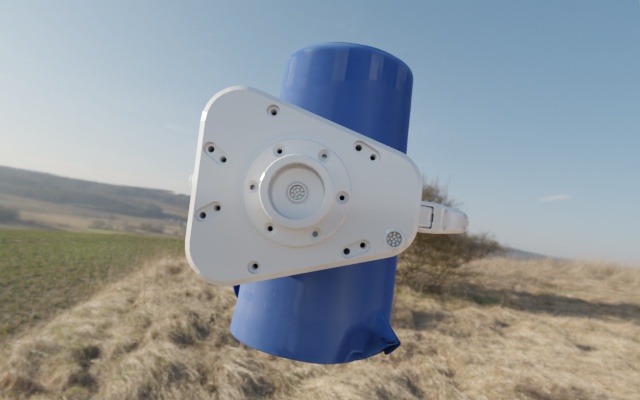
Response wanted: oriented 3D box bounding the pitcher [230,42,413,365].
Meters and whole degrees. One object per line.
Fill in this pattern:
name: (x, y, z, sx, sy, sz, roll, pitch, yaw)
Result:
pitcher: (0.000, 0.001, 0.408, 0.149, 0.243, 0.145, 9, -2, 0)
